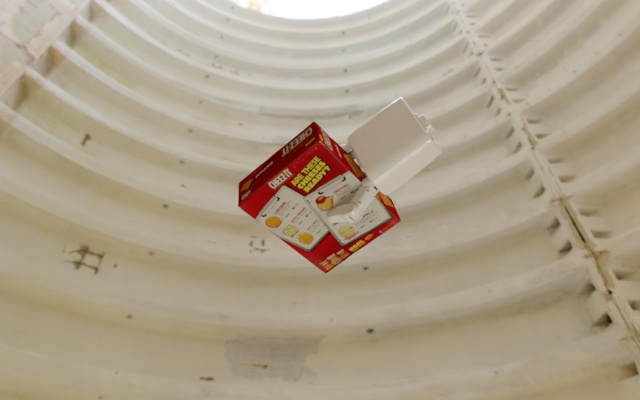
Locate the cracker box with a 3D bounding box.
[{"bbox_3d":[0.000,0.003,0.767,0.164,0.072,0.214,-37,-56,17],"label":"cracker box"}]
